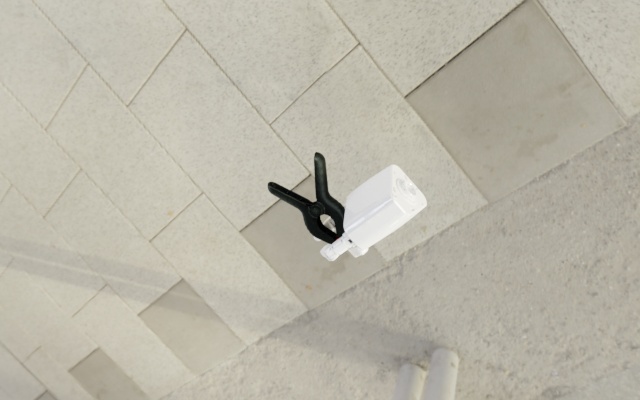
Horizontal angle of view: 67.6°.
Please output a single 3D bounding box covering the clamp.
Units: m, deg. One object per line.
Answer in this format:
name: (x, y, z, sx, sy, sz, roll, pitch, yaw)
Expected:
clamp: (0.000, 0.003, 0.827, 0.120, 0.171, 0.039, -39, 7, 32)
